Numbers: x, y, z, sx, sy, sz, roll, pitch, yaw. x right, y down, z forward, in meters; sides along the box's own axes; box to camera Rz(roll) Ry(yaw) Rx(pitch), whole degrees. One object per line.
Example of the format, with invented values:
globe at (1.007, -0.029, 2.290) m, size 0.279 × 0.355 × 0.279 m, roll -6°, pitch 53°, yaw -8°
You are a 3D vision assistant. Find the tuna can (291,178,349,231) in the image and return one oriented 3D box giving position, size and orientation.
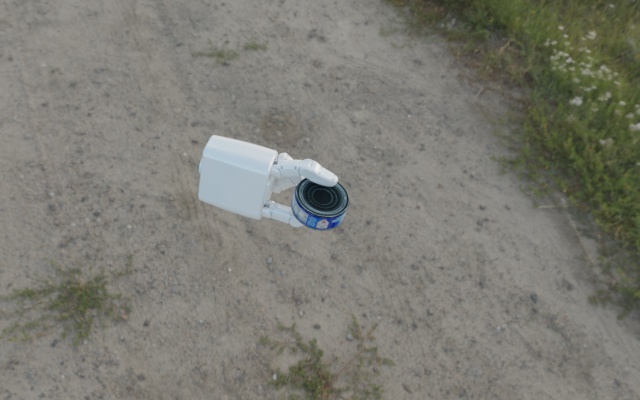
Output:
tuna can at (0.000, 0.002, 0.727) m, size 0.086 × 0.086 × 0.034 m, roll 0°, pitch -39°, yaw -17°
